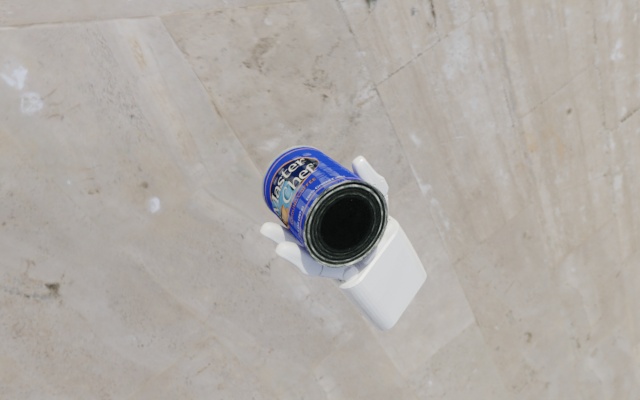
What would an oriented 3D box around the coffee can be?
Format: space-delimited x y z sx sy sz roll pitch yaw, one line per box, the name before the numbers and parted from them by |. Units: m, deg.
coffee can | 0.000 0.002 0.567 0.103 0.103 0.140 0 21 -26
